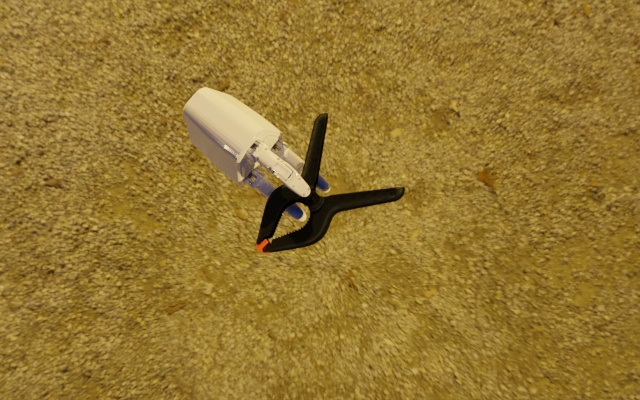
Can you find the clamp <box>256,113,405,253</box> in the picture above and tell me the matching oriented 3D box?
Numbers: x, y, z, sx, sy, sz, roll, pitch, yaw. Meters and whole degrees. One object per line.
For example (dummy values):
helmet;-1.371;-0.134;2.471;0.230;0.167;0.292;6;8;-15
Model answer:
clamp;-0.001;0.002;0.656;0.164;0.210;0.036;39;-5;12
